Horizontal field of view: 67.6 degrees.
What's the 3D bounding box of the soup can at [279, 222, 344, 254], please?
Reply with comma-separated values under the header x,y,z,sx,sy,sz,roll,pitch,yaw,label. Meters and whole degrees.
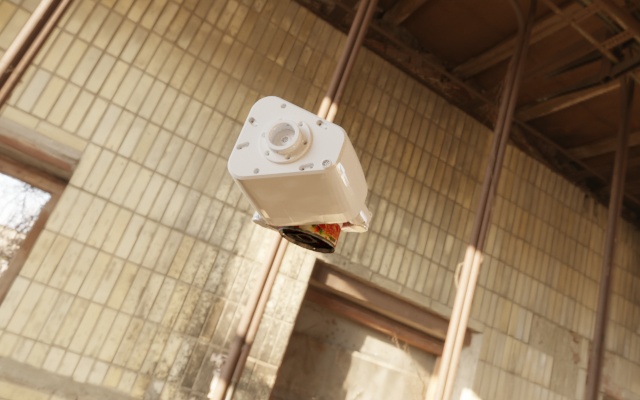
x,y,z,sx,sy,sz,roll,pitch,yaw,label
0.000,0.002,0.557,0.068,0.102,0.068,17,-20,7,soup can
